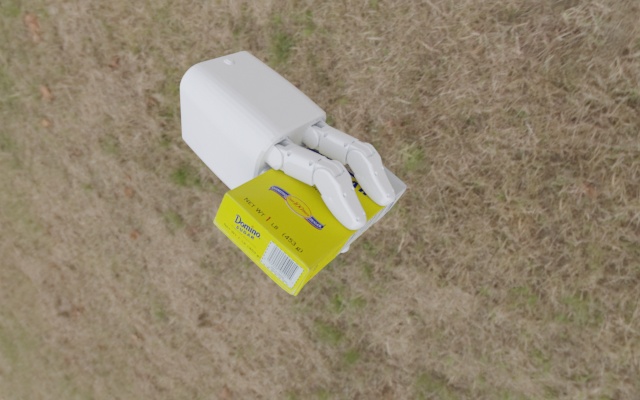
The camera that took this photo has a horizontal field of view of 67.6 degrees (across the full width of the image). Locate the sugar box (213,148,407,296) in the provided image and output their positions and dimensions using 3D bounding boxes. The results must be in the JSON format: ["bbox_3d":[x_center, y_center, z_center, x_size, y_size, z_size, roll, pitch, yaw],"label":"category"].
[{"bbox_3d":[0.000,0.001,0.436,0.176,0.093,0.048,-37,-16,-46],"label":"sugar box"}]
